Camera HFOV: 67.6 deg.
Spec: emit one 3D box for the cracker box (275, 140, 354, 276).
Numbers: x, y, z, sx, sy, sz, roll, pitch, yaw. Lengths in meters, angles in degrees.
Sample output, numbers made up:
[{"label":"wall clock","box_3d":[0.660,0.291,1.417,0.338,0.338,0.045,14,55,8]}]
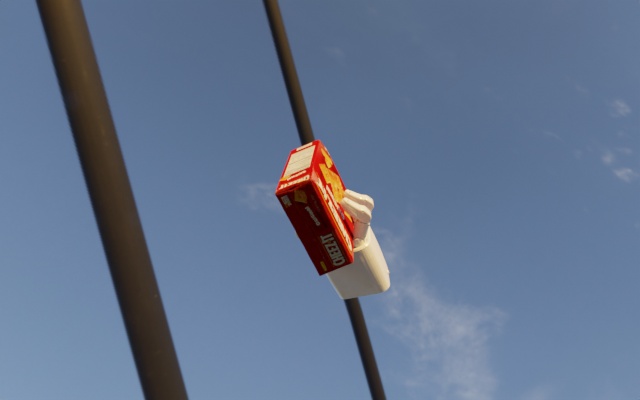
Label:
[{"label":"cracker box","box_3d":[0.000,0.003,0.842,0.072,0.164,0.213,-23,20,13]}]
